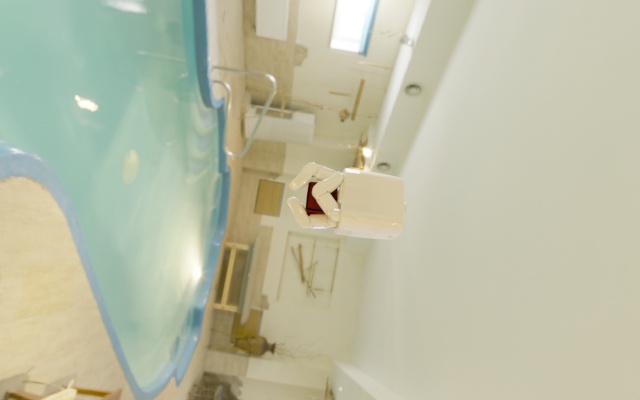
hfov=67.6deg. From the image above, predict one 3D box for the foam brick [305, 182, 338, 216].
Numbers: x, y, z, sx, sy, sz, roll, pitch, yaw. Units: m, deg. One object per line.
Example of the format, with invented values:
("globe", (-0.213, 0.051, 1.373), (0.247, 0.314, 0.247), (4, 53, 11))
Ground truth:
("foam brick", (0.000, 0.003, 0.855), (0.051, 0.053, 0.078), (6, -13, -3))
